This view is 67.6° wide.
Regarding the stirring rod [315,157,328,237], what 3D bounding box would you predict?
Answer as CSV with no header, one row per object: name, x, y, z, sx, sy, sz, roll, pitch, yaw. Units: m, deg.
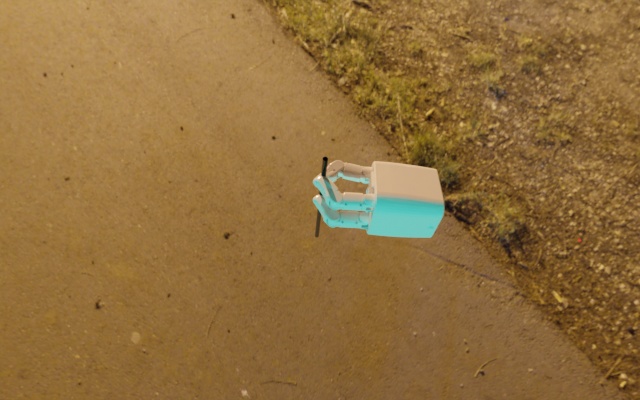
stirring rod,0.000,0.003,0.802,0.011,0.011,0.240,0,-32,-4
